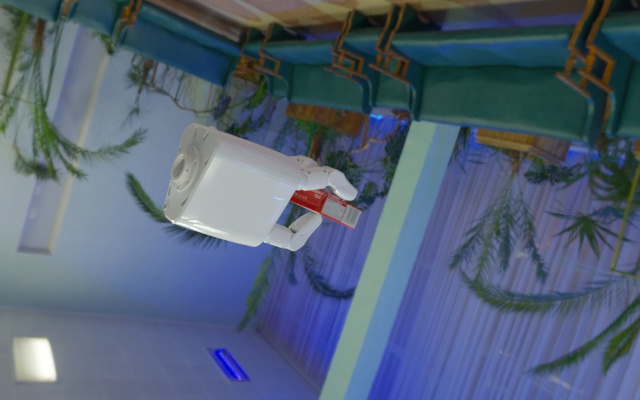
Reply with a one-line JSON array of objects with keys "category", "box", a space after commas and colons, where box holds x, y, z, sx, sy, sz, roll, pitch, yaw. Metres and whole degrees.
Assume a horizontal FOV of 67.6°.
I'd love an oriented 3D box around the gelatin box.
[{"category": "gelatin box", "box": [0.000, 0.003, 0.610, 0.073, 0.030, 0.089, 23, -2, 37]}]
